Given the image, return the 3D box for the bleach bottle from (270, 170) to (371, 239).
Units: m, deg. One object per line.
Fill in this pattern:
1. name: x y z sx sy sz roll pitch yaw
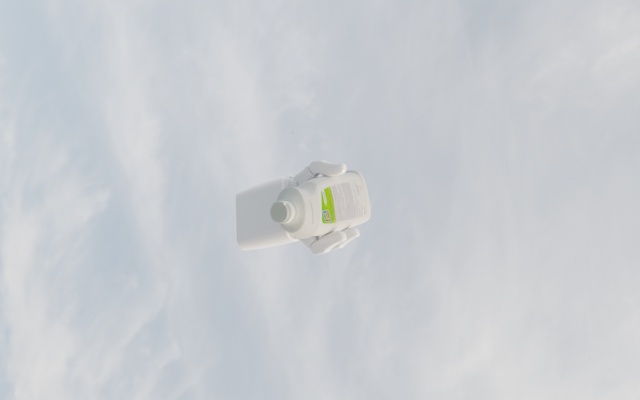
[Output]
1. bleach bottle: 0.000 0.003 0.751 0.068 0.102 0.251 -15 -5 27
